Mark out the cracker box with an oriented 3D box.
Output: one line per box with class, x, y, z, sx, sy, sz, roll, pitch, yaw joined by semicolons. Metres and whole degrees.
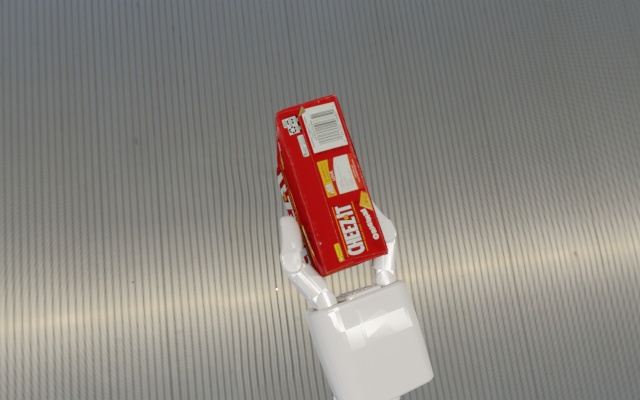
cracker box;0.000;0.002;0.545;0.072;0.164;0.214;-17;-9;-8
